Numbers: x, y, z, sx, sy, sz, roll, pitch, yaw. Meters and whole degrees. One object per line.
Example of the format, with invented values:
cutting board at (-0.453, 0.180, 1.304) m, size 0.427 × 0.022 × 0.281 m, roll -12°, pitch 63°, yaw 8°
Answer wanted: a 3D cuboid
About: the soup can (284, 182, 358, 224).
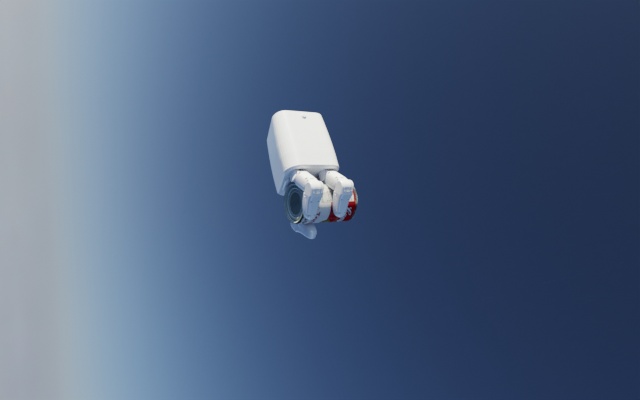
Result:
soup can at (0.000, 0.003, 0.777) m, size 0.102 × 0.068 × 0.068 m, roll -2°, pitch 1°, yaw -33°
